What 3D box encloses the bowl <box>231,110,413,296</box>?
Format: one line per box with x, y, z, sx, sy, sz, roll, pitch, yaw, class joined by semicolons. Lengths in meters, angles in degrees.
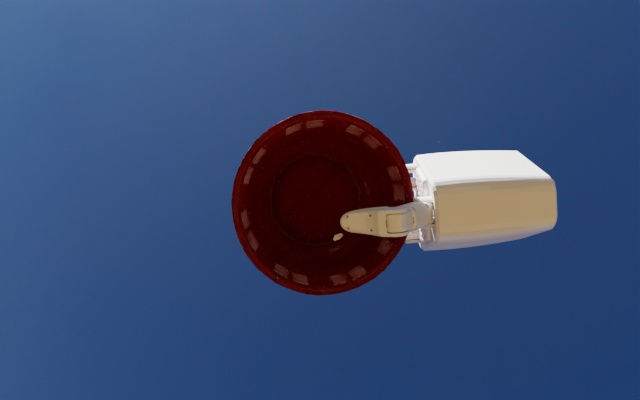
-0.001;0.001;0.439;0.162;0.162;0.055;0;5;-11;bowl
